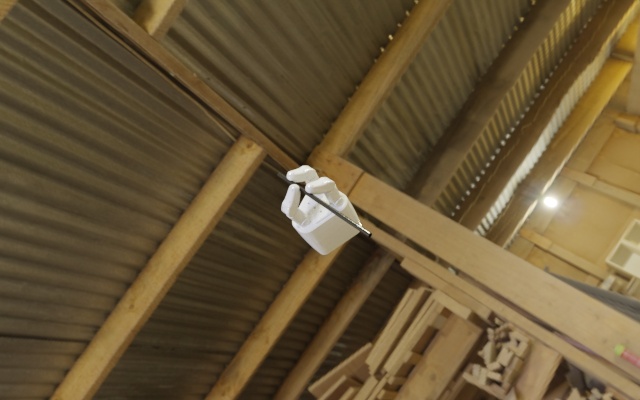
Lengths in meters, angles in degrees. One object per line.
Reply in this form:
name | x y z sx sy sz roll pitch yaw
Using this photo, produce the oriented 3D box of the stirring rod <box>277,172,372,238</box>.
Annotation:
stirring rod | 0.000 0.003 0.829 0.011 0.011 0.239 0 26 -47
